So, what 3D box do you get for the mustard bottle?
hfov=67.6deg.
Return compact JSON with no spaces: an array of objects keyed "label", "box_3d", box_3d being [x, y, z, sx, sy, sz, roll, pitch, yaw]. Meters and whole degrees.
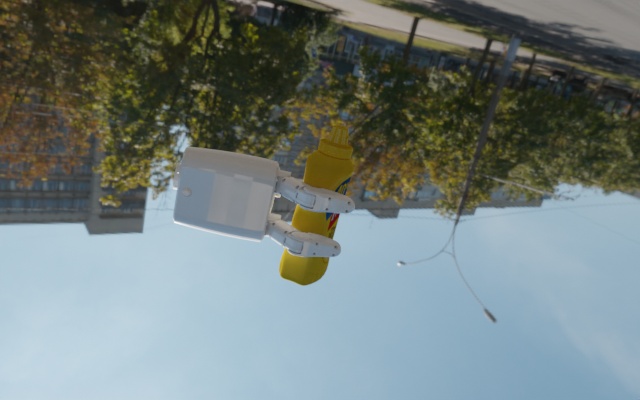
[{"label":"mustard bottle","box_3d":[0.000,0.002,0.586,0.058,0.192,0.096,19,18,13]}]
